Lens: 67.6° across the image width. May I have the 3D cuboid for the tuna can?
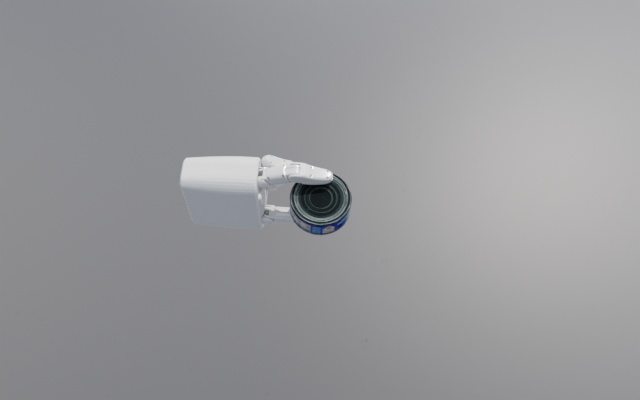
[{"bbox_3d":[0.000,0.002,0.657,0.086,0.086,0.034,0,-26,-2],"label":"tuna can"}]
